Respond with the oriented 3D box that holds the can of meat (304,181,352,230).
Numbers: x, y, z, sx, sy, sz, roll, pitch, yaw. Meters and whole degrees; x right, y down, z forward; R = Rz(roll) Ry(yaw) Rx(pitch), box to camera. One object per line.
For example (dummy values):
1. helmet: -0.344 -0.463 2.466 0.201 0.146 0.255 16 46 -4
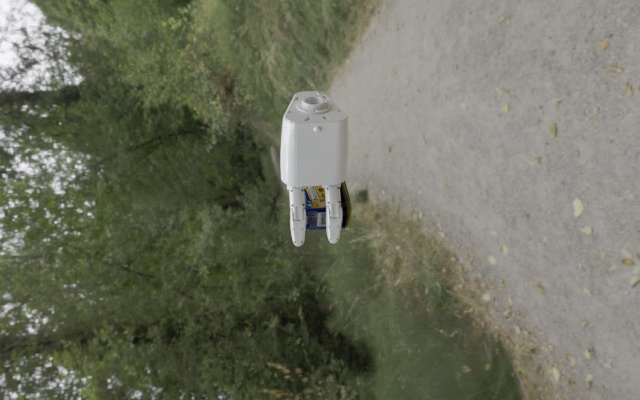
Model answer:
1. can of meat: 0.000 0.003 0.774 0.084 0.057 0.102 -3 40 -7
